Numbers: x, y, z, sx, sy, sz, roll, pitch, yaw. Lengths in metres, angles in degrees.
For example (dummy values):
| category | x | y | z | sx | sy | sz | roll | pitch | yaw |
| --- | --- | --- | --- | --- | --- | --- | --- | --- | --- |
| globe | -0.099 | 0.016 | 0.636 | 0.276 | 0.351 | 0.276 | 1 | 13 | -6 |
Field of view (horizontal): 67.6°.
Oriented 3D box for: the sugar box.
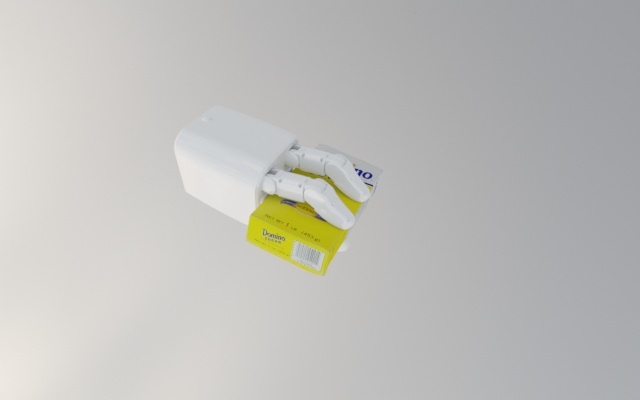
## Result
| category | x | y | z | sx | sy | sz | roll | pitch | yaw |
| --- | --- | --- | --- | --- | --- | --- | --- | --- | --- |
| sugar box | 0.000 | 0.001 | 0.546 | 0.093 | 0.048 | 0.176 | 25 | 41 | 10 |
